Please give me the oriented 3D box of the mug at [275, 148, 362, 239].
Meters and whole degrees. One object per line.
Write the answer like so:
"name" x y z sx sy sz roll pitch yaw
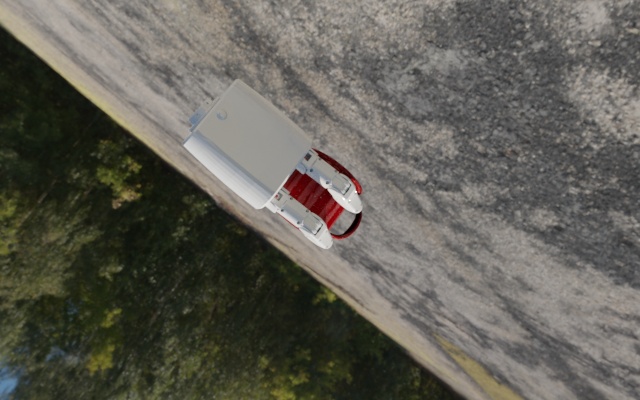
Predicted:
"mug" 0.001 0.003 0.596 0.117 0.081 0.093 40 -12 -17
